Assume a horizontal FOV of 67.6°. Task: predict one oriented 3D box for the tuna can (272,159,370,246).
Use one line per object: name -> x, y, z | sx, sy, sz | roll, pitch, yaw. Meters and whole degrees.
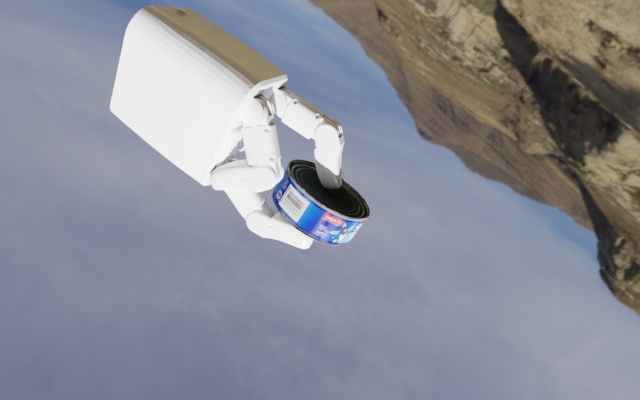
tuna can -> 0.000, 0.002, 0.432 | 0.086, 0.034, 0.086 | 29, 22, -13
